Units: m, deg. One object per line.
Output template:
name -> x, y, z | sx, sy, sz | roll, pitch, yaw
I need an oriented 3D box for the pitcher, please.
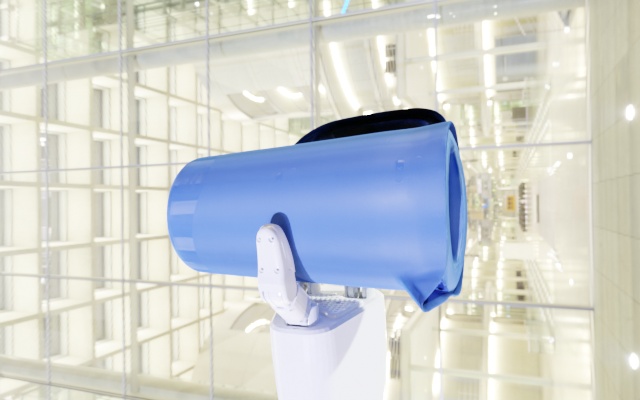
pitcher -> 0.000, 0.002, 0.412 | 0.243, 0.145, 0.149 | -2, 10, 22
